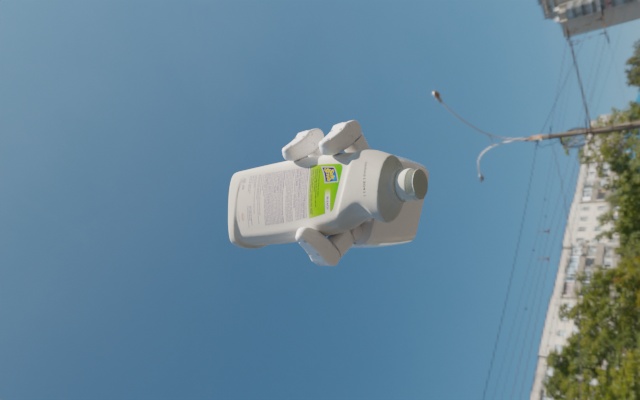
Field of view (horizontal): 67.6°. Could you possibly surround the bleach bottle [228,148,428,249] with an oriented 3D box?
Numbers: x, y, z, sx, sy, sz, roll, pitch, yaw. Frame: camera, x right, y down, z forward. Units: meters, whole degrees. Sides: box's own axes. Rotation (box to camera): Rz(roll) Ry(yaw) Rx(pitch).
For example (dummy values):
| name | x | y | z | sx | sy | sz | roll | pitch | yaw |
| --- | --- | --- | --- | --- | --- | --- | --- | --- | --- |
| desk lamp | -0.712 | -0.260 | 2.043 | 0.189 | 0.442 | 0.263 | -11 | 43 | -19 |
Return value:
| name | x | y | z | sx | sy | sz | roll | pitch | yaw |
| --- | --- | --- | --- | --- | --- | --- | --- | --- | --- |
| bleach bottle | 0.000 | 0.002 | 0.528 | 0.251 | 0.102 | 0.068 | -5 | -7 | 41 |
